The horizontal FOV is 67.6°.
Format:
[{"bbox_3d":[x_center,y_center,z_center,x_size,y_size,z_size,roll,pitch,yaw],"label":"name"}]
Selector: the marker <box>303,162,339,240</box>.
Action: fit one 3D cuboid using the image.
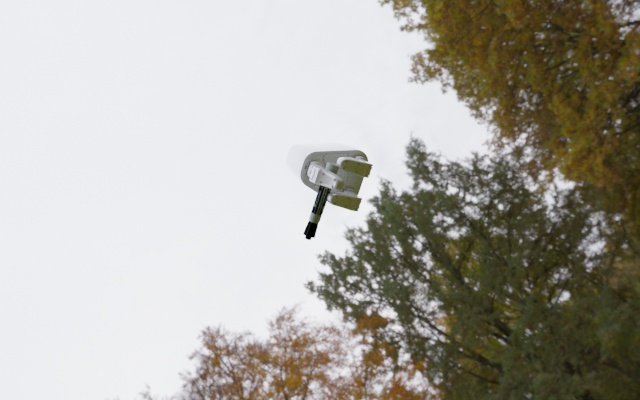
[{"bbox_3d":[0.000,0.002,0.717,0.020,0.121,0.020,18,9,-3],"label":"marker"}]
